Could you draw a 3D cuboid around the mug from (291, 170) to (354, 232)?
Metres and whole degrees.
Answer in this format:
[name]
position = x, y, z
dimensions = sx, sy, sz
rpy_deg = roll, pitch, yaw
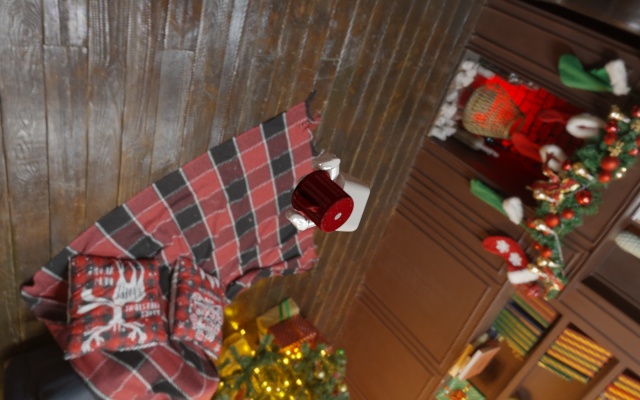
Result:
[mug]
position = -0.001, 0.003, 0.862
dimensions = 0.081, 0.093, 0.117
rpy_deg = 43, 18, 33
